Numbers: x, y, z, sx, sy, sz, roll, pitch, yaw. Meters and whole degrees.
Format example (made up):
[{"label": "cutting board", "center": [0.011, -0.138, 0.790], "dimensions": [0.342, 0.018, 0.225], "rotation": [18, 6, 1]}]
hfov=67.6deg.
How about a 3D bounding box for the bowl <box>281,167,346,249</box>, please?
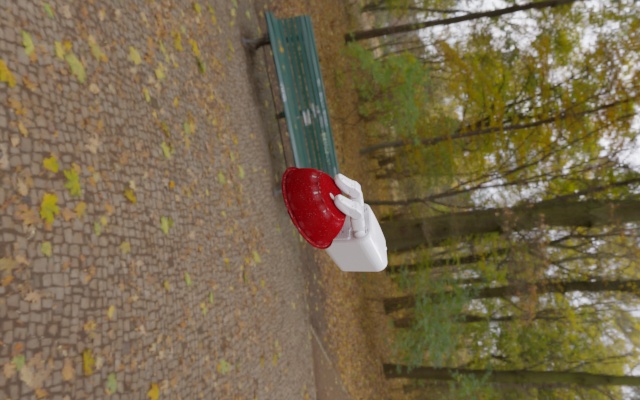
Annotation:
[{"label": "bowl", "center": [0.000, 0.002, 0.851], "dimensions": [0.055, 0.162, 0.162], "rotation": [-26, -11, 24]}]
